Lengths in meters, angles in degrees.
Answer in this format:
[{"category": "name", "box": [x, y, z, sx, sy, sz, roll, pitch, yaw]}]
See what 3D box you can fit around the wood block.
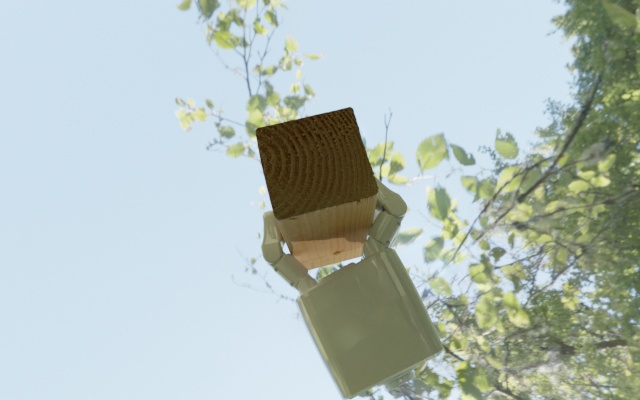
[{"category": "wood block", "box": [0.000, 0.002, 0.498, 0.091, 0.090, 0.206, -14, -21, -3]}]
